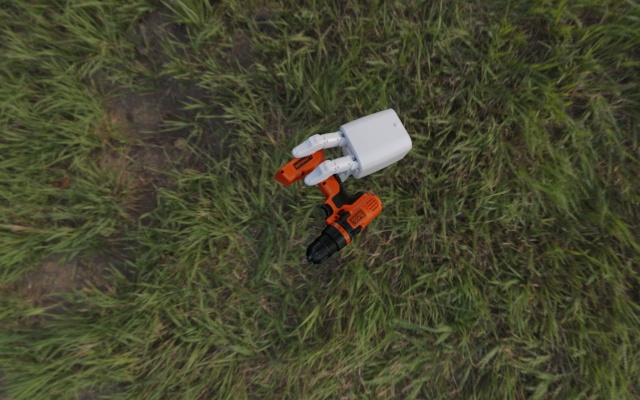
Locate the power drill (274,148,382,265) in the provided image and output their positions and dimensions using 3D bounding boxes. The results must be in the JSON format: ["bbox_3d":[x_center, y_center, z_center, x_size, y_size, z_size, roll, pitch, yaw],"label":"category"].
[{"bbox_3d":[0.000,0.002,0.898,0.184,0.187,0.057,-40,0,-23],"label":"power drill"}]
